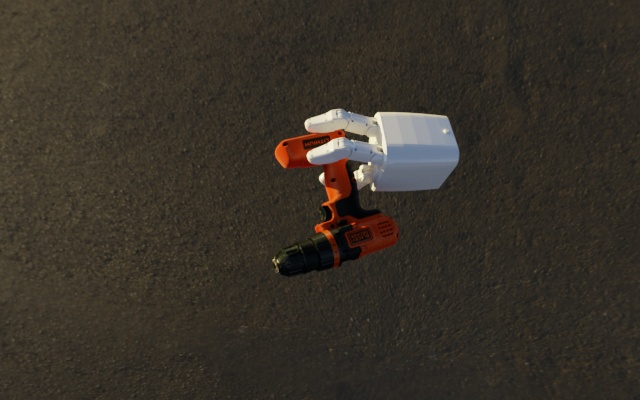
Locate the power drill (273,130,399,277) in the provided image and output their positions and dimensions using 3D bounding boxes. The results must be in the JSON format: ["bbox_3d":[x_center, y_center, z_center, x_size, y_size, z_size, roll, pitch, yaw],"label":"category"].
[{"bbox_3d":[0.000,0.002,0.669,0.184,0.187,0.057,-14,-14,-23],"label":"power drill"}]
